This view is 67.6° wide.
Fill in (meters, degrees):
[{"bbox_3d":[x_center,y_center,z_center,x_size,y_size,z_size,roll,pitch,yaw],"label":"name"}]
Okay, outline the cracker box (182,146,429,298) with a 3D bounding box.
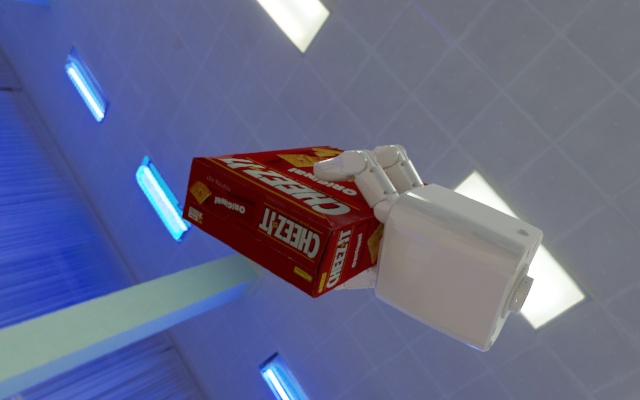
[{"bbox_3d":[0.000,0.002,0.484,0.164,0.072,0.213,25,22,29],"label":"cracker box"}]
